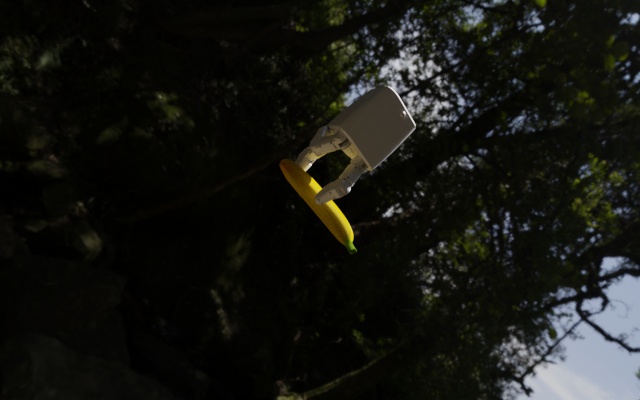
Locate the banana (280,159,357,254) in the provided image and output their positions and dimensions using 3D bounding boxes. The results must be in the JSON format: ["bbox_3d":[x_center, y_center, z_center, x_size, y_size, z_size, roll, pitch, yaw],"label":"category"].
[{"bbox_3d":[0.000,0.004,0.816,0.037,0.198,0.069,-41,9,-3],"label":"banana"}]
